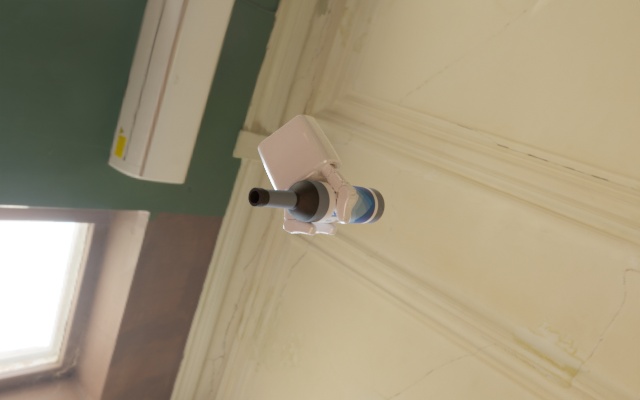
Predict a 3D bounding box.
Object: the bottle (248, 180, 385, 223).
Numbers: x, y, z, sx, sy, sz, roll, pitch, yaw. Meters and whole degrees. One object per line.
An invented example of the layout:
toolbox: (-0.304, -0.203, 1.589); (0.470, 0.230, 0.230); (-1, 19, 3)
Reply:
bottle: (0.000, 0.003, 0.779); (0.069, 0.069, 0.296); (0, -3, 39)
